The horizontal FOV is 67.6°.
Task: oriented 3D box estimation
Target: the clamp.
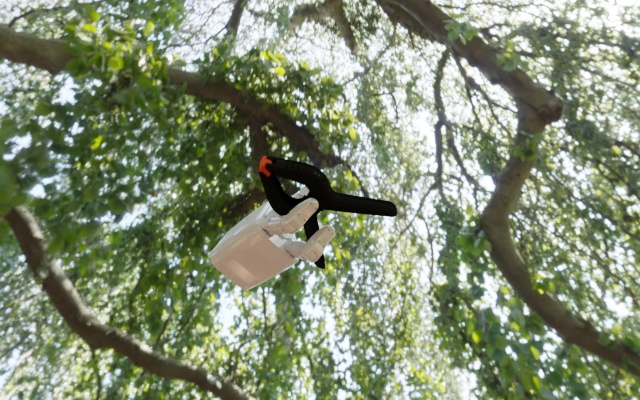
[{"bbox_3d":[0.000,0.002,0.703,0.164,0.210,0.036,-34,29,20],"label":"clamp"}]
